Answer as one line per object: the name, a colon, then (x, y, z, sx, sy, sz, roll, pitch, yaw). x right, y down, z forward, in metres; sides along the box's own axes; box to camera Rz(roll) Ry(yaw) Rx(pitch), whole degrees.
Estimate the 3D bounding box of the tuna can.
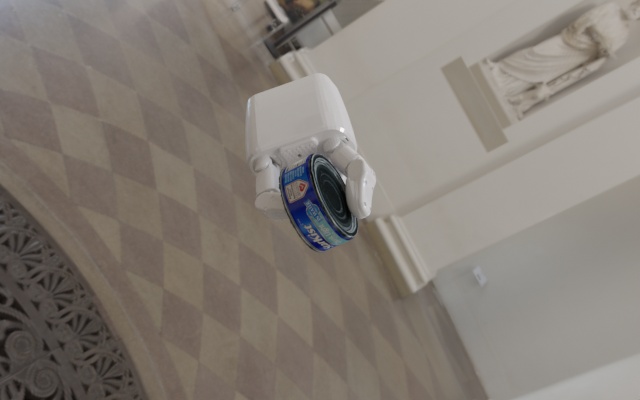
tuna can: (0.001, 0.001, 0.431, 0.034, 0.086, 0.086, -25, -9, 20)
